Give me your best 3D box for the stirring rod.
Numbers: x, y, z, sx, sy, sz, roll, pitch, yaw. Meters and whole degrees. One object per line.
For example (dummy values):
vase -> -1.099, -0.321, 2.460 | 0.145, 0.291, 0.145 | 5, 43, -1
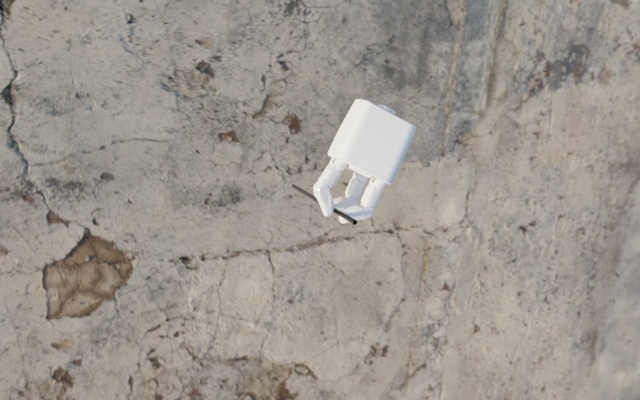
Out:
stirring rod -> 0.000, 0.003, 0.844 | 0.011, 0.011, 0.239 | 0, 15, -28
